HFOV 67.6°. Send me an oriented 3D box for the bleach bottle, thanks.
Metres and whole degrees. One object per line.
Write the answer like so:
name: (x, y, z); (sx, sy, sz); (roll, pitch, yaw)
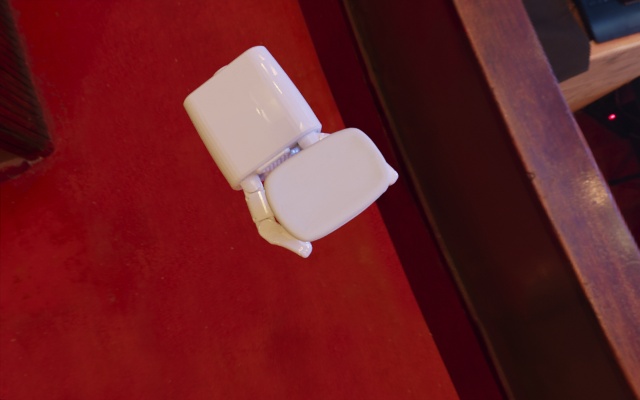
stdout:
bleach bottle: (0.000, 0.002, 0.496); (0.102, 0.068, 0.251); (-33, -5, -7)
